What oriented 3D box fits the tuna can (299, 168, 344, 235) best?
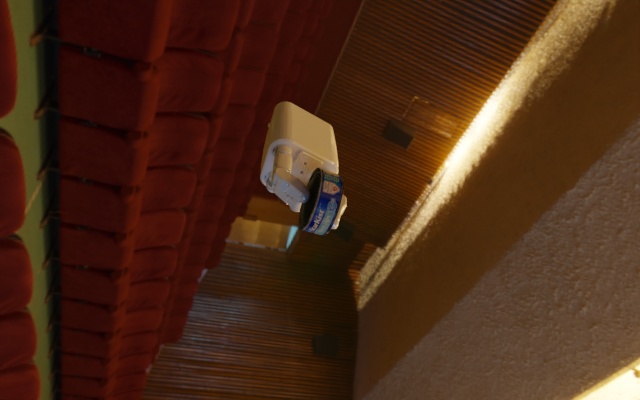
[{"bbox_3d":[0.001,0.002,0.635,0.034,0.086,0.086,16,-4,-13],"label":"tuna can"}]
